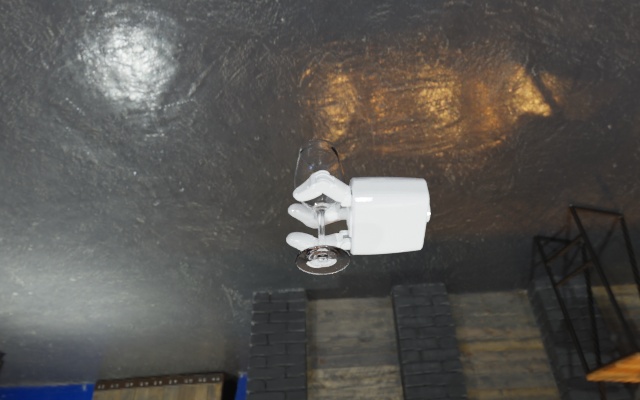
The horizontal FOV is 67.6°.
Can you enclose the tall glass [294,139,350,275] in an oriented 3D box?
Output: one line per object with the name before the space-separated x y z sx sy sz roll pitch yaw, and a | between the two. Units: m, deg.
tall glass | 0.000 0.003 0.699 0.079 0.200 0.079 -2 -37 -1
